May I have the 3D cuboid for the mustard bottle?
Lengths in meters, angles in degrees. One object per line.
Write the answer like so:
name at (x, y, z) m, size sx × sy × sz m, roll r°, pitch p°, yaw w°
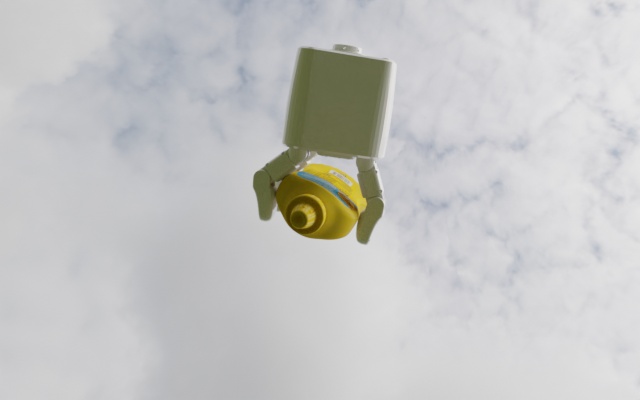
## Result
mustard bottle at (0.000, 0.002, 0.551) m, size 0.096 × 0.058 × 0.191 m, roll 35°, pitch 15°, yaw 5°
